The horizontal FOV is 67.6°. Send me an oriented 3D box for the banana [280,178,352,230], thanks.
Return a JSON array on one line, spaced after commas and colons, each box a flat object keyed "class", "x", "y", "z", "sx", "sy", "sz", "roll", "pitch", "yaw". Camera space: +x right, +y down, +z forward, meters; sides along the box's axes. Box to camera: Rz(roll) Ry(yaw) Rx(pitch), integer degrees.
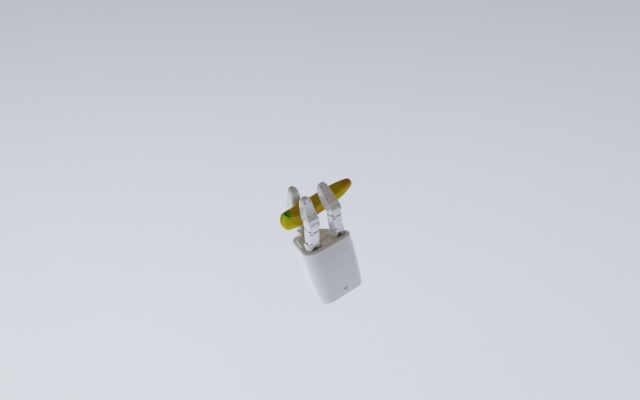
[{"class": "banana", "x": -0.014, "y": 0.011, "z": 0.865, "sx": 0.070, "sy": 0.037, "sz": 0.197, "roll": -29, "pitch": 2, "yaw": 42}]
